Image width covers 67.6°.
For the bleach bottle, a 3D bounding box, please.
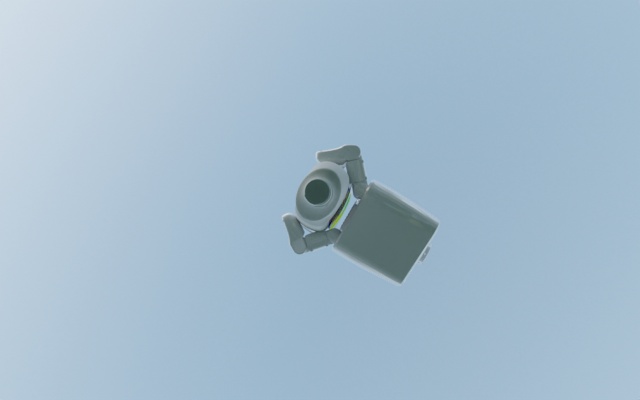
[{"bbox_3d":[0.000,0.002,0.648,0.068,0.102,0.251,30,0,4],"label":"bleach bottle"}]
